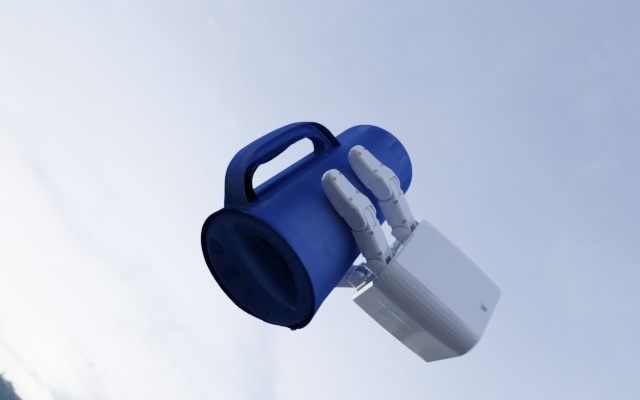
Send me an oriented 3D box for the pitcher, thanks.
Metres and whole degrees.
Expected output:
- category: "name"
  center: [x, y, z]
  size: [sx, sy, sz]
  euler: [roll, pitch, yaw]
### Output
- category: "pitcher"
  center: [0.000, 0.002, 0.503]
  size: [0.242, 0.145, 0.149]
  euler: [-42, -9, -43]
